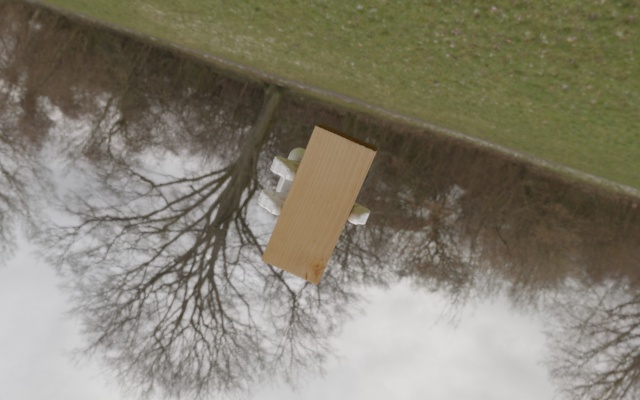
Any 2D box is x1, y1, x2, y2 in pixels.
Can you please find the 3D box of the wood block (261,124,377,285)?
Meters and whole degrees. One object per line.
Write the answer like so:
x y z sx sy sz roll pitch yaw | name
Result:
0.000 0.002 0.697 0.091 0.206 0.090 23 12 3 | wood block
